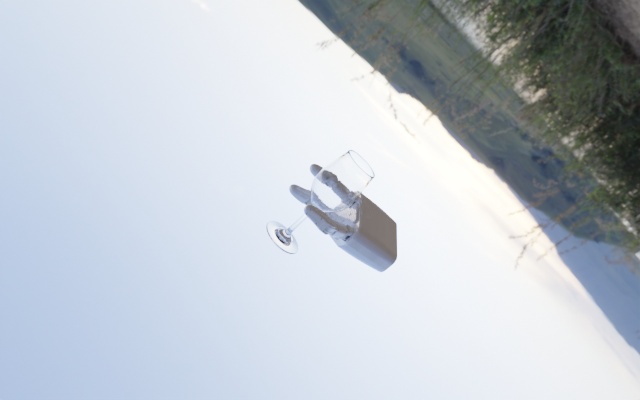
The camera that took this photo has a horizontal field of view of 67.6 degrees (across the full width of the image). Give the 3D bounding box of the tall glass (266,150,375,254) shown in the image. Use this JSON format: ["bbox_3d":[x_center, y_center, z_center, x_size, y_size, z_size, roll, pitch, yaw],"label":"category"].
[{"bbox_3d":[0.000,0.003,0.817,0.201,0.079,0.079,-43,-18,21],"label":"tall glass"}]
